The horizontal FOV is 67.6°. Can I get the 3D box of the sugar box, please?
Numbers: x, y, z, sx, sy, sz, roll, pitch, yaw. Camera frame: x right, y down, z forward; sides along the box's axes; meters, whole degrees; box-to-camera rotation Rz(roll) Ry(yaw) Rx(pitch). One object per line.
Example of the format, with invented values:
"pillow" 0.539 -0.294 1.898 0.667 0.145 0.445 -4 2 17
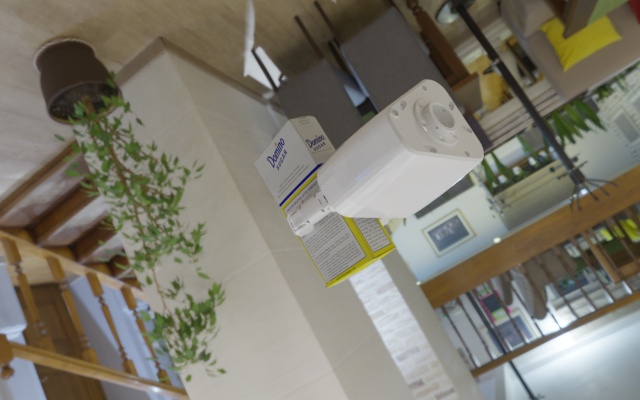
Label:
"sugar box" 0.001 0.002 0.538 0.048 0.176 0.093 -17 -17 -43
